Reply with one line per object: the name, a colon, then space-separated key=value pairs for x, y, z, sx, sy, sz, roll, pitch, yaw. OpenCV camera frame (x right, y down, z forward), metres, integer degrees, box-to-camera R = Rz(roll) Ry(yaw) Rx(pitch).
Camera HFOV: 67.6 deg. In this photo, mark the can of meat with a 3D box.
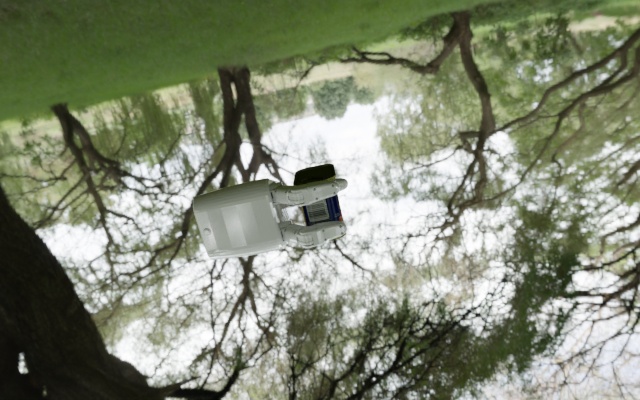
can of meat: x=0.000 y=0.002 z=0.660 sx=0.057 sy=0.084 sz=0.102 roll=-12 pitch=15 yaw=2
